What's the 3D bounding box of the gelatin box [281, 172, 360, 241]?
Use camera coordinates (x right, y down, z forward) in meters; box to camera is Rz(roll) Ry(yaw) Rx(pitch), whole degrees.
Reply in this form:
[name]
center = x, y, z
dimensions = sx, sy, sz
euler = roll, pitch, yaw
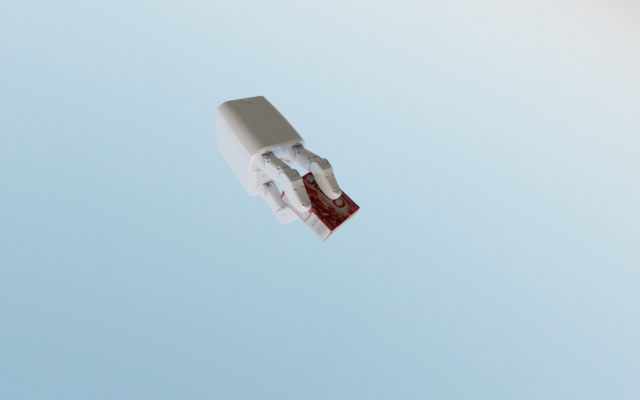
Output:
[gelatin box]
center = 0.000, 0.003, 0.665
dimensions = 0.073, 0.089, 0.030
euler = -36, -12, -44
